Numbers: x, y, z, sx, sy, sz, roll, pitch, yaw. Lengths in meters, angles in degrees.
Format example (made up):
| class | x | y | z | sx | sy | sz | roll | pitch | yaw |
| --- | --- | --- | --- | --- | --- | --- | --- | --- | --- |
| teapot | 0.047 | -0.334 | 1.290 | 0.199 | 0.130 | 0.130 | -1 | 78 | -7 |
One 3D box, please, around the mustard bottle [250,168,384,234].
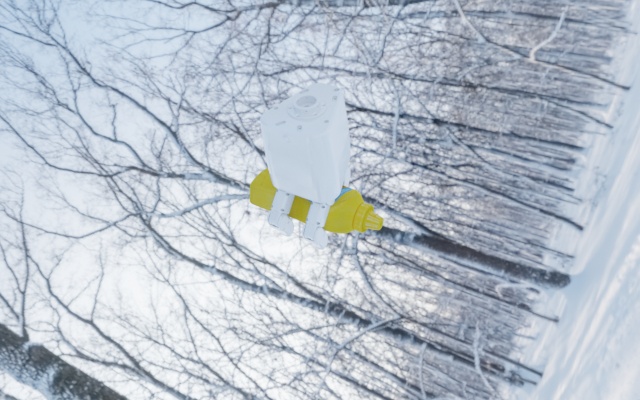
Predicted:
| class | x | y | z | sx | sy | sz | roll | pitch | yaw |
| --- | --- | --- | --- | --- | --- | --- | --- | --- | --- |
| mustard bottle | 0.000 | 0.002 | 0.683 | 0.191 | 0.058 | 0.096 | 19 | 27 | 25 |
